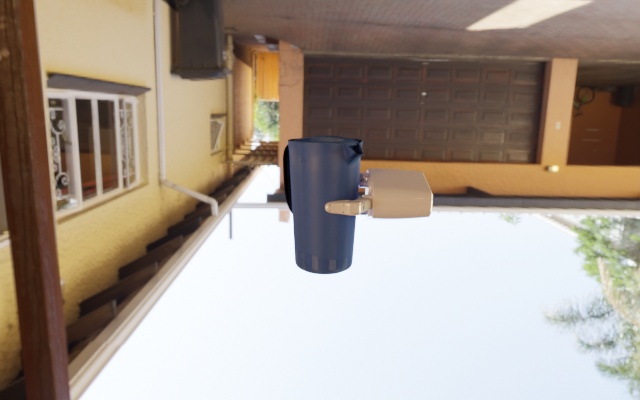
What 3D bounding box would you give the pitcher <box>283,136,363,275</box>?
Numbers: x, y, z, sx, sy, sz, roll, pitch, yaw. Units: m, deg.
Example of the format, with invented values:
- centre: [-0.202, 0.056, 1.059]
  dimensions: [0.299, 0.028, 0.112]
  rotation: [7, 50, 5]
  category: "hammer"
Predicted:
- centre: [0.000, 0.003, 0.876]
  dimensions: [0.145, 0.243, 0.149]
  rotation: [1, 11, -2]
  category: "pitcher"
